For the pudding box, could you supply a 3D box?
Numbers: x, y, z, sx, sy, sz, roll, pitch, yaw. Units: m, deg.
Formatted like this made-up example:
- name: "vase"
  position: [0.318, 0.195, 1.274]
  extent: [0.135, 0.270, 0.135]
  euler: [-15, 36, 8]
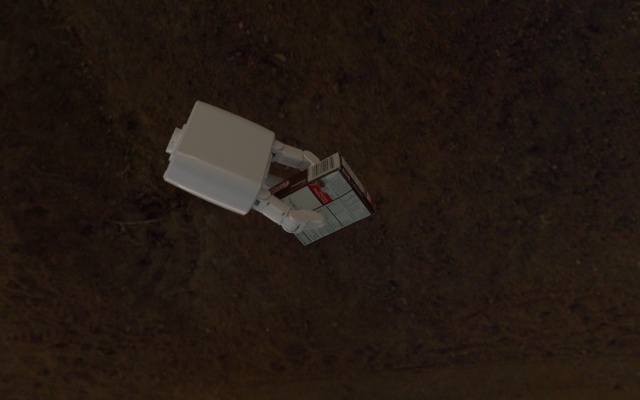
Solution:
- name: "pudding box"
  position: [0.000, 0.002, 0.623]
  extent: [0.113, 0.090, 0.039]
  euler: [-26, 35, 21]
